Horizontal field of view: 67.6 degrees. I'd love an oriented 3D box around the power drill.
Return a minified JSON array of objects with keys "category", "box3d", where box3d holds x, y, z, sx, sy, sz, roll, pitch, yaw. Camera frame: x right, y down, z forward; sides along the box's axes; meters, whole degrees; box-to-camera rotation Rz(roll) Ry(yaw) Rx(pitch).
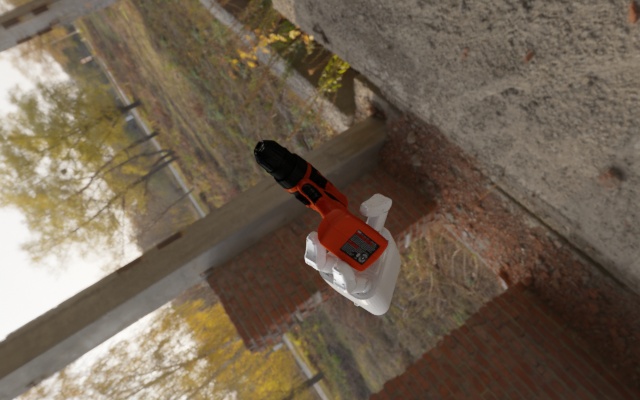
[{"category":"power drill","box3d":[0.000,0.003,0.650,0.184,0.057,0.187,35,11,-37]}]
